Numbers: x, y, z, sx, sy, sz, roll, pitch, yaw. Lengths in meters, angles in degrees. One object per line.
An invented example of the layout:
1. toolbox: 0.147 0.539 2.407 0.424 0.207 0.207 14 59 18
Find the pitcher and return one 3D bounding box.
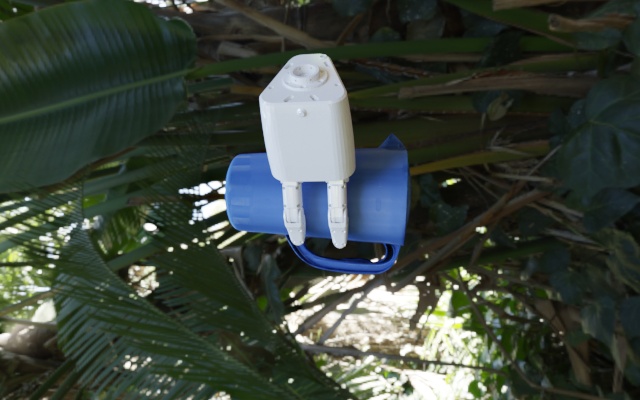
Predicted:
1. pitcher: 0.000 0.002 0.652 0.243 0.145 0.149 1 45 8
